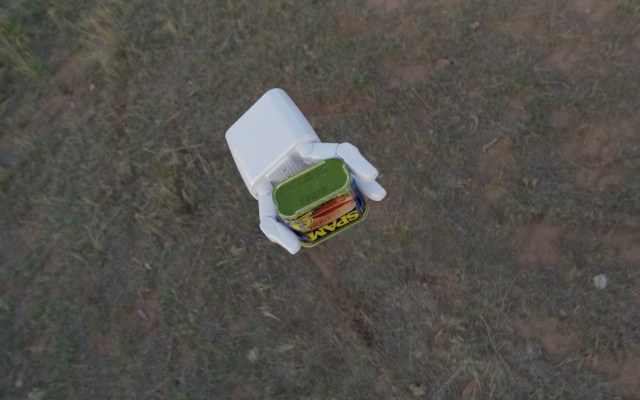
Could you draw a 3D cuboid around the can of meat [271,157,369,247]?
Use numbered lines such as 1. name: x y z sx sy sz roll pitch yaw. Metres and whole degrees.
1. can of meat: 0.000 0.002 0.585 0.102 0.057 0.084 -27 -32 3
